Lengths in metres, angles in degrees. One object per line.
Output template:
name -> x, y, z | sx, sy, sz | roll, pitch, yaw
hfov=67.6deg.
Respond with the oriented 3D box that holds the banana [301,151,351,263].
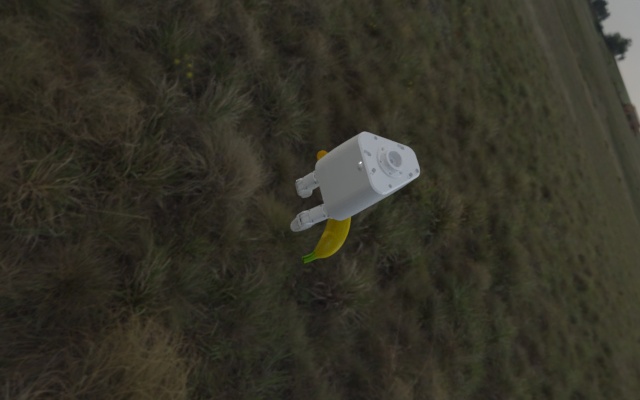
banana -> 0.018, 0.010, 0.780 | 0.069, 0.197, 0.037 | 12, -23, -11
